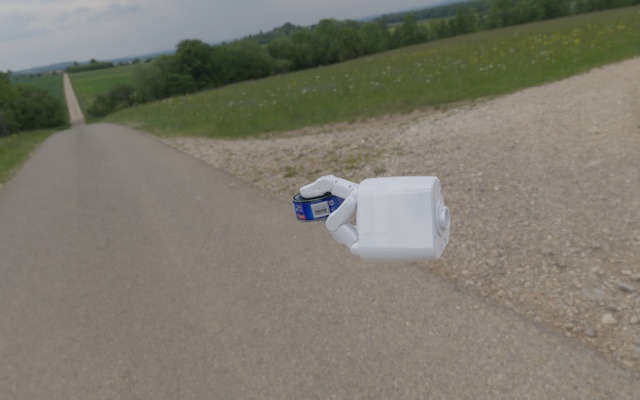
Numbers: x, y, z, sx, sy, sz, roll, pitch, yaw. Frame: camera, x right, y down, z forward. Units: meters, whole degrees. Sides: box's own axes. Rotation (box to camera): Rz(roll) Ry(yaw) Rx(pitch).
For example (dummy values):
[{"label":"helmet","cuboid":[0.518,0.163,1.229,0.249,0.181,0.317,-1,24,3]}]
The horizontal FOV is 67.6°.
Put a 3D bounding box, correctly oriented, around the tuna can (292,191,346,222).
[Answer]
[{"label":"tuna can","cuboid":[0.000,0.002,0.745,0.086,0.034,0.086,-13,15,4]}]
